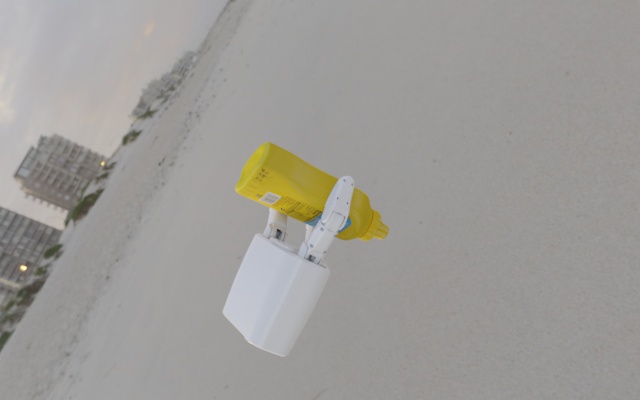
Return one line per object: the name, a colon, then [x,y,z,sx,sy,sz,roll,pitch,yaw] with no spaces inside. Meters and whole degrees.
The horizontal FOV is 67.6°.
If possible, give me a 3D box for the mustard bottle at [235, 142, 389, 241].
mustard bottle: [0.000,0.001,0.572,0.192,0.058,0.096,26,-28,-18]
